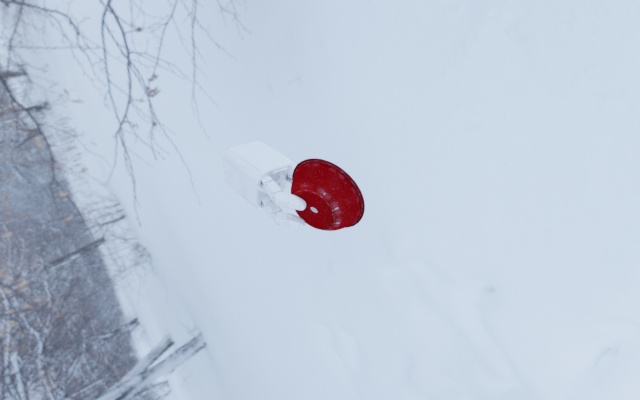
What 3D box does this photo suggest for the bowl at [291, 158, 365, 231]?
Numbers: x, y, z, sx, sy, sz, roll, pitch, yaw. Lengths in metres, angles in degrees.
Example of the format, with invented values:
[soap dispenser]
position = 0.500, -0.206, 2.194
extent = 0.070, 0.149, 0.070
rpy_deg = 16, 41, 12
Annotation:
[bowl]
position = 0.001, 0.003, 0.895
extent = 0.162, 0.162, 0.055
rpy_deg = 0, 36, 39
